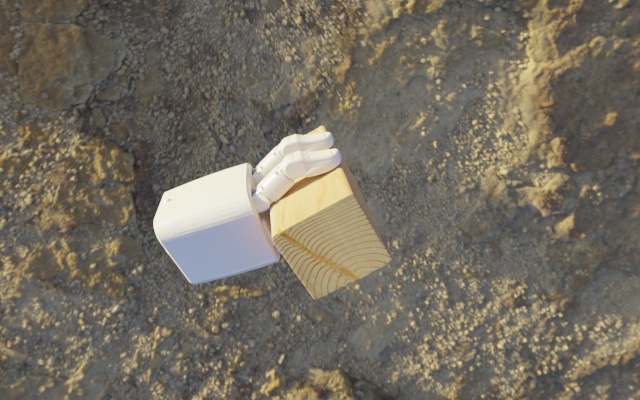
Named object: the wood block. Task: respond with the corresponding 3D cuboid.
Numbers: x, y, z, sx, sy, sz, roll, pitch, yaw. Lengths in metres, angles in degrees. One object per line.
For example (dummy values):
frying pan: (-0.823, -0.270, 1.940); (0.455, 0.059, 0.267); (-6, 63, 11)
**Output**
wood block: (0.000, 0.002, 0.544); (0.090, 0.091, 0.206); (-28, 27, 7)
